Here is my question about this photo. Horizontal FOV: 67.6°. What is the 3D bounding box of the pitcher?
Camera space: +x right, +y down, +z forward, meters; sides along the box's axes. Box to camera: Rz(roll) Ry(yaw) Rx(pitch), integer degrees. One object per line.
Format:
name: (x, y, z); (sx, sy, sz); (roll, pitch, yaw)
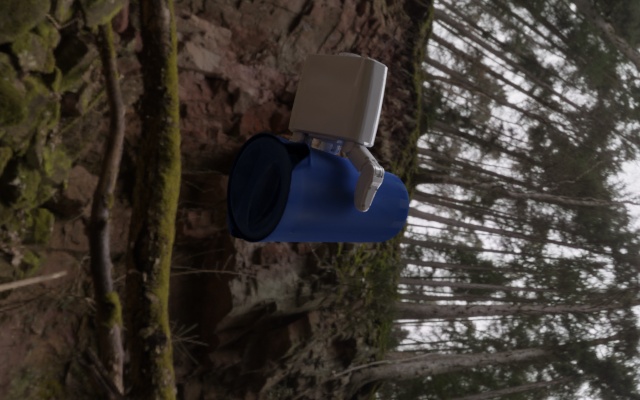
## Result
pitcher: (0.000, 0.002, 0.653); (0.243, 0.145, 0.149); (9, 5, -42)
